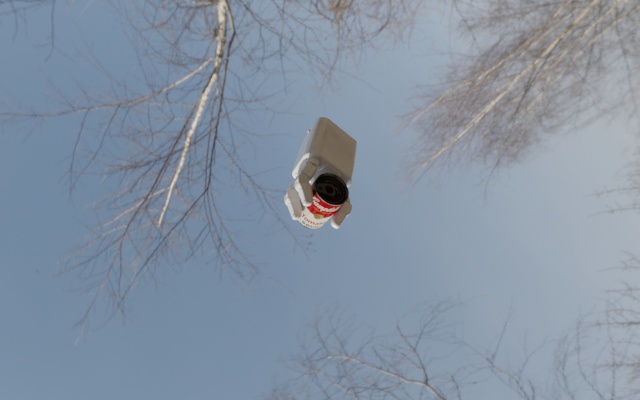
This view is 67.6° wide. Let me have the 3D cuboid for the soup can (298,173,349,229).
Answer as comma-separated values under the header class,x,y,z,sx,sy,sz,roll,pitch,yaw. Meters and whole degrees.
class,x,y,z,sx,sy,sz,roll,pitch,yaw
soup can,0.000,0.004,0.898,0.068,0.068,0.102,0,-28,-28
